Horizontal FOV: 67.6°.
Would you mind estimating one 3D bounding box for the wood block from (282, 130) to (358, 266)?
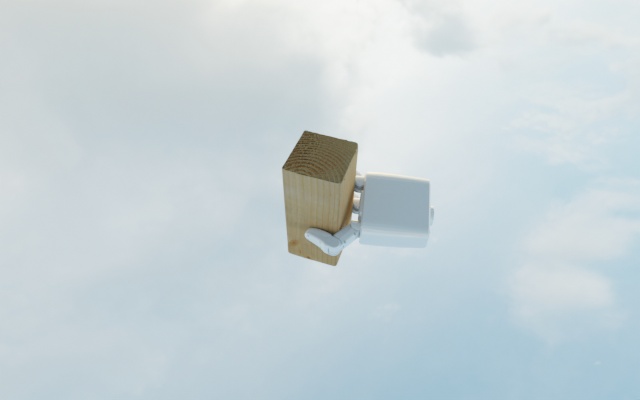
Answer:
[{"bbox_3d":[0.000,0.003,0.761,0.090,0.090,0.206,15,-40,13],"label":"wood block"}]
